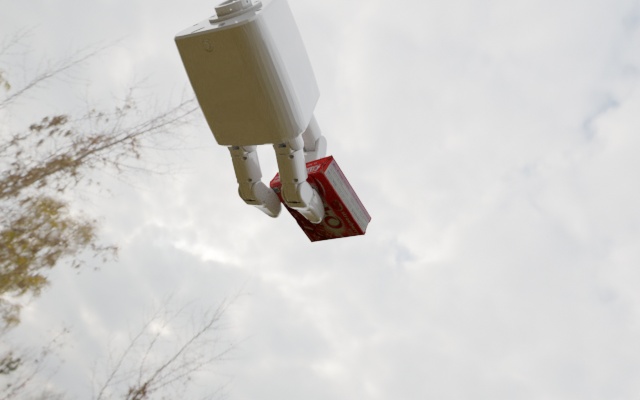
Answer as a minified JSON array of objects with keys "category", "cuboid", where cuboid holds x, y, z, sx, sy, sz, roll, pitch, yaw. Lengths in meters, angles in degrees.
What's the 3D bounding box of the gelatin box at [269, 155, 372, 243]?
[{"category":"gelatin box","cuboid":[0.000,0.002,0.501,0.073,0.089,0.030,-12,34,38]}]
